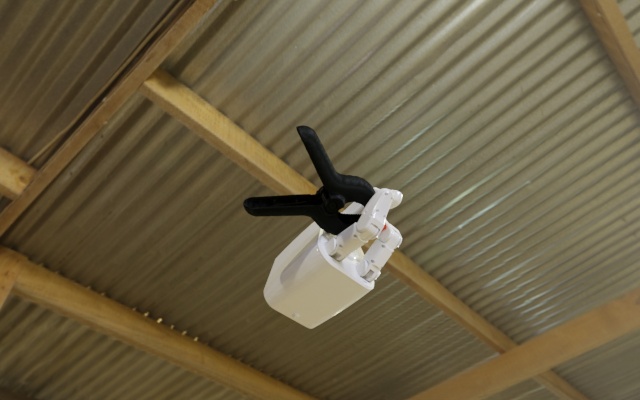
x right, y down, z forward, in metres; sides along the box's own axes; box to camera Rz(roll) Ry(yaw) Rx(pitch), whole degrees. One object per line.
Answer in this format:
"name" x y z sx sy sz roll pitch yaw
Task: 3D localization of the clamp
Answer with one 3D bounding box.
"clamp" 0.000 0.001 0.554 0.171 0.120 0.039 37 25 -29
